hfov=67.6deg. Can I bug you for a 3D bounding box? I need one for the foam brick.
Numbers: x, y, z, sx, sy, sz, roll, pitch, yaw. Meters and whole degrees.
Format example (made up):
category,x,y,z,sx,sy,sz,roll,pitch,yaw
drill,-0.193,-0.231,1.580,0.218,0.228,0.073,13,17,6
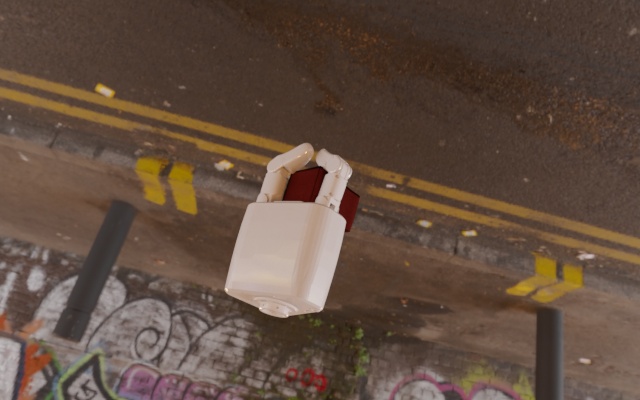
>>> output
category,x,y,z,sx,sy,sz,roll,pitch,yaw
foam brick,0.000,0.002,0.577,0.053,0.051,0.078,-9,-33,44
